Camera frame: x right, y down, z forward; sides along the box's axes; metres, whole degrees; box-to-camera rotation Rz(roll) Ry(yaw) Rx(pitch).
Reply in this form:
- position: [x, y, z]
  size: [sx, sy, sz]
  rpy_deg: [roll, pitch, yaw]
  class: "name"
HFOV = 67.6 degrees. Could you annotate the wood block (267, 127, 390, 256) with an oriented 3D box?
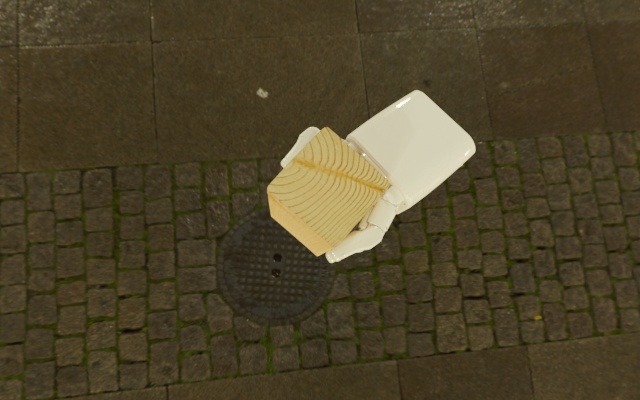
- position: [0.000, 0.001, 0.567]
  size: [0.091, 0.090, 0.206]
  rpy_deg: [42, -10, 3]
  class: "wood block"
